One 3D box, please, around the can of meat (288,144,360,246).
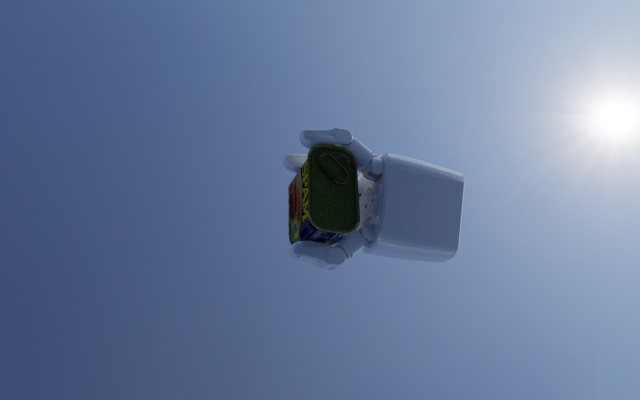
[{"bbox_3d":[0.000,0.002,0.536,0.057,0.102,0.084,8,-26,-19],"label":"can of meat"}]
